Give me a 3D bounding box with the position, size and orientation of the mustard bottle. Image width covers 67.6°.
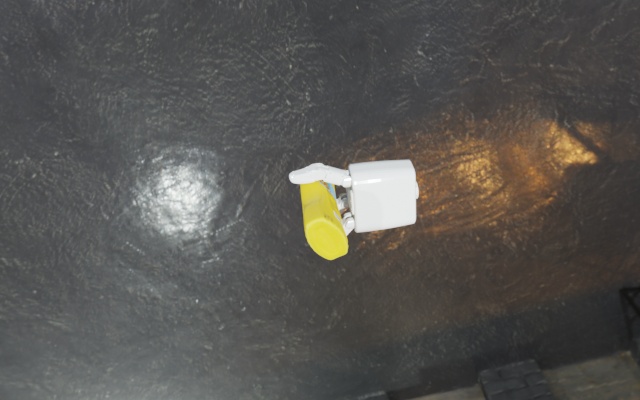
[{"bbox_3d":[0.000,0.003,0.811,0.058,0.096,0.191,-25,39,13],"label":"mustard bottle"}]
